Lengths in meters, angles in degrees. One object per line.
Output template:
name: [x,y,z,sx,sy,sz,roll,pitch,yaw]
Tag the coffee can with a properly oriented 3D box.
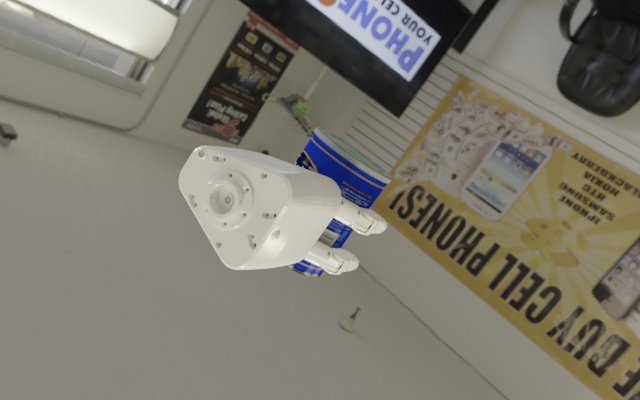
coffee can: [0.000,0.002,0.550,0.103,0.140,0.102,33,12,-8]
